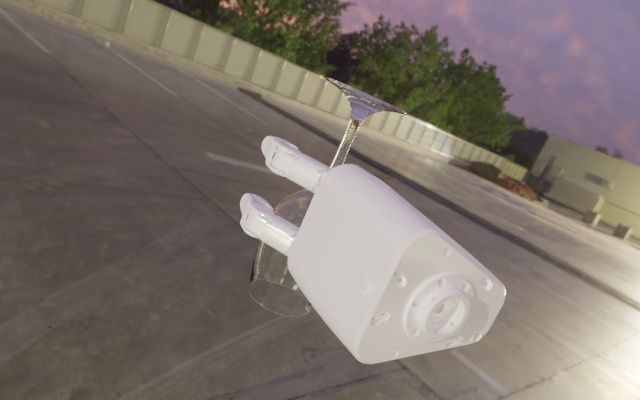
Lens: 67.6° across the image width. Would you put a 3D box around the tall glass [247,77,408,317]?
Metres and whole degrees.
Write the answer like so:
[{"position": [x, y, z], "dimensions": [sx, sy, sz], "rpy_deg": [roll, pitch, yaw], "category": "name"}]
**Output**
[{"position": [0.000, 0.001, 0.419], "dimensions": [0.079, 0.201, 0.079], "rpy_deg": [22, 13, -6], "category": "tall glass"}]
